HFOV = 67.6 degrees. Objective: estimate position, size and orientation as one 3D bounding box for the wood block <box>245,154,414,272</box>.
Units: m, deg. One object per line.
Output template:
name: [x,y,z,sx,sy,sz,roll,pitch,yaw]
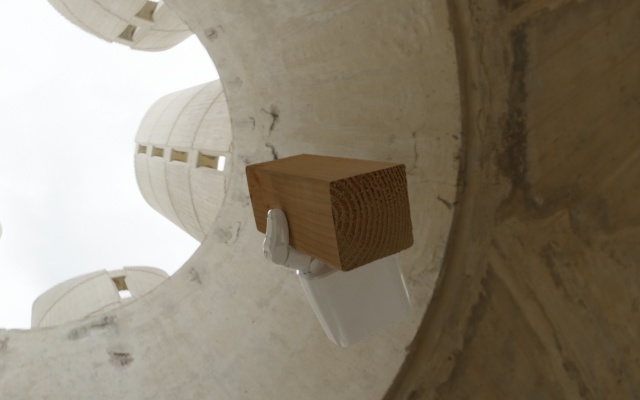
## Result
wood block: [0.000,0.002,0.542,0.091,0.090,0.206,-16,15,-28]
